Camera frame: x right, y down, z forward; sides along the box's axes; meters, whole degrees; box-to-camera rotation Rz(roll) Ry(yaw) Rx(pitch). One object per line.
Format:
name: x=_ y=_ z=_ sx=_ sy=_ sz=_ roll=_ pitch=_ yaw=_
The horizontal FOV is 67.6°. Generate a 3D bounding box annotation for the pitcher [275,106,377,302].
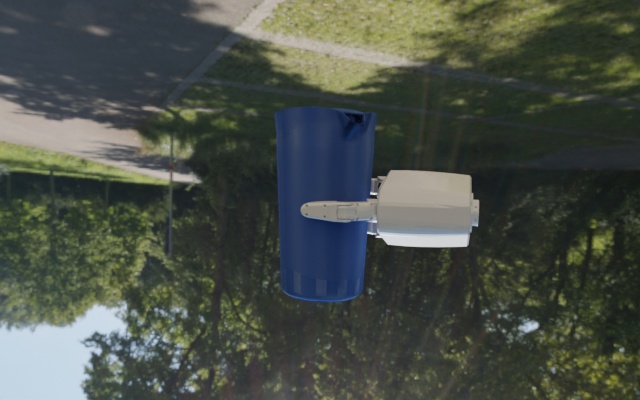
pitcher: x=0.000 y=0.002 z=0.635 sx=0.145 sy=0.243 sz=0.149 roll=2 pitch=2 yaw=16
